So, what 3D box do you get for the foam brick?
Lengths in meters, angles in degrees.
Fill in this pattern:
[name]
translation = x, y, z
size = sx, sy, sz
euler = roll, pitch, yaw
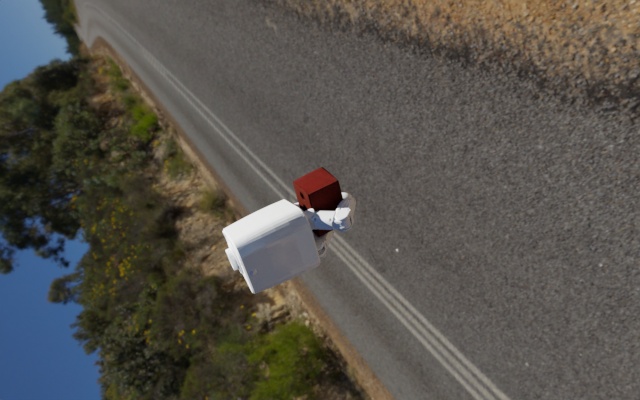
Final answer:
[foam brick]
translation = 0.000, 0.002, 0.696
size = 0.051, 0.078, 0.053
euler = -25, 34, -16
